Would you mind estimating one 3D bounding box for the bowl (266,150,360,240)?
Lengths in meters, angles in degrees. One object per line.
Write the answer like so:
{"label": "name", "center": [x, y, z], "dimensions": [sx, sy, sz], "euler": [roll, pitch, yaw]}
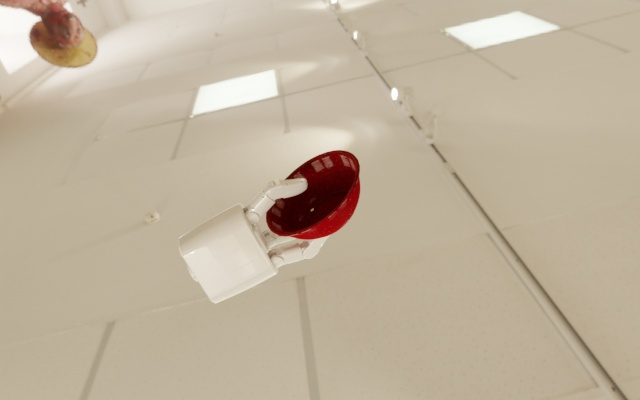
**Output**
{"label": "bowl", "center": [0.001, 0.002, 0.697], "dimensions": [0.162, 0.162, 0.055], "euler": [0, -40, 46]}
